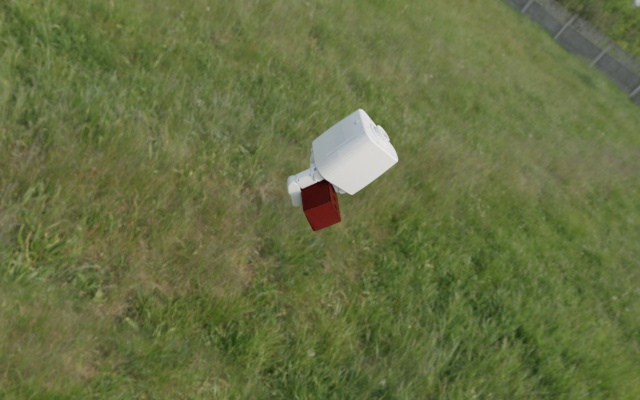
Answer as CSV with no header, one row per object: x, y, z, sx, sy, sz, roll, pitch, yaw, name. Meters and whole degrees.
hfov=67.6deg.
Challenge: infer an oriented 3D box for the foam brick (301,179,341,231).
0.000,0.003,0.820,0.051,0.053,0.078,-18,41,9,foam brick
